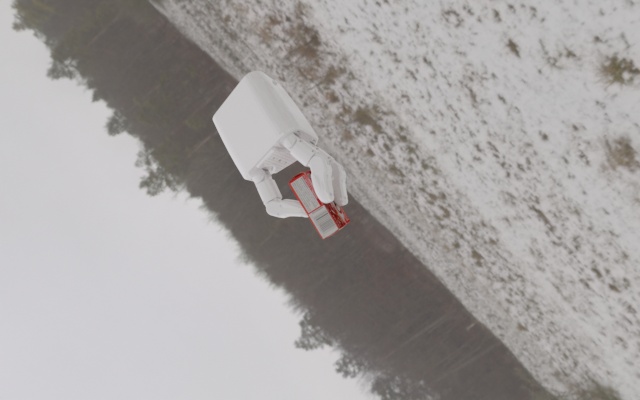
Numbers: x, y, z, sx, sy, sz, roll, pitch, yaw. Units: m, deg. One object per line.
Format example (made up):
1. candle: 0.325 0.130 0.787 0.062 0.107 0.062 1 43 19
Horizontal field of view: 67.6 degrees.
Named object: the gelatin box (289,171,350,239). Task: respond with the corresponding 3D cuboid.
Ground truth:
1. gelatin box: 0.000 0.003 0.638 0.030 0.089 0.073 -32 -2 15
